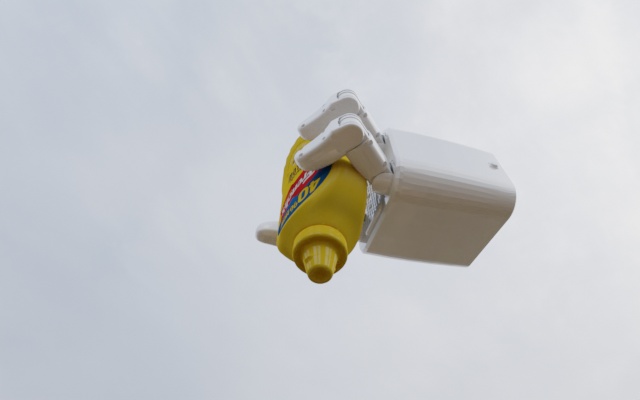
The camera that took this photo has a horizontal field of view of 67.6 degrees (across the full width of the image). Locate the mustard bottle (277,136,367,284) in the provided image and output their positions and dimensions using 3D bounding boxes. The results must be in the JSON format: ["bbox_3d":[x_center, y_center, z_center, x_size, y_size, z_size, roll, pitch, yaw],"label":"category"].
[{"bbox_3d":[0.000,0.001,0.412,0.058,0.096,0.191,32,27,-19],"label":"mustard bottle"}]
